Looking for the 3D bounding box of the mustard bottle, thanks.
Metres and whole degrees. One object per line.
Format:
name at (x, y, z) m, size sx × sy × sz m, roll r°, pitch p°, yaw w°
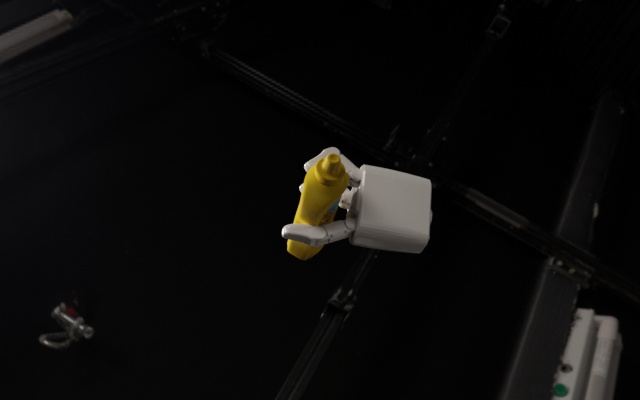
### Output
mustard bottle at (0.000, 0.002, 0.688) m, size 0.058 × 0.096 × 0.192 m, roll 30°, pitch -37°, yaw 9°
